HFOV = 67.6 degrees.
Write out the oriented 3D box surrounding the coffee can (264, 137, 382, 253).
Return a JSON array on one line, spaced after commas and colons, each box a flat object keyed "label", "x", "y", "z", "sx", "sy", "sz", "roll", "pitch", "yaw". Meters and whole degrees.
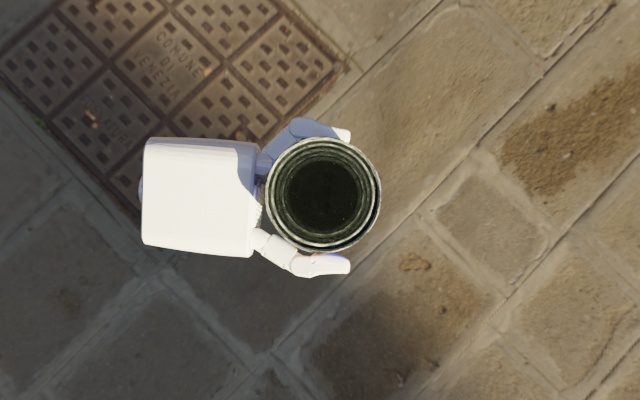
[{"label": "coffee can", "x": 0.000, "y": 0.002, "z": 0.483, "sx": 0.103, "sy": 0.103, "sz": 0.140, "roll": 0, "pitch": -6, "yaw": -2}]
